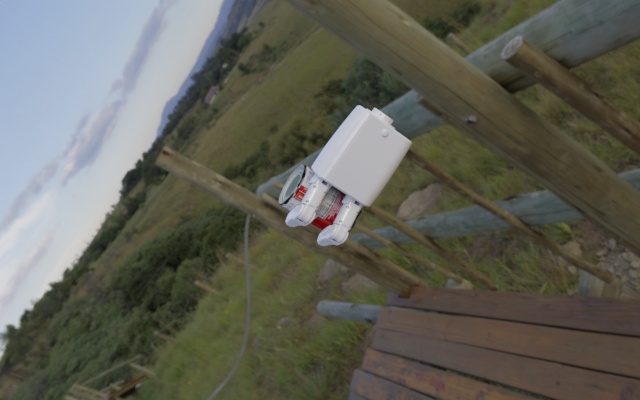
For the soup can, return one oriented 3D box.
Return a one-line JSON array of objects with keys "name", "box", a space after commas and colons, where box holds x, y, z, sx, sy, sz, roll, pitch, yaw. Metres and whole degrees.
[{"name": "soup can", "box": [0.000, 0.002, 0.684, 0.102, 0.068, 0.068, 32, -11, -18]}]
